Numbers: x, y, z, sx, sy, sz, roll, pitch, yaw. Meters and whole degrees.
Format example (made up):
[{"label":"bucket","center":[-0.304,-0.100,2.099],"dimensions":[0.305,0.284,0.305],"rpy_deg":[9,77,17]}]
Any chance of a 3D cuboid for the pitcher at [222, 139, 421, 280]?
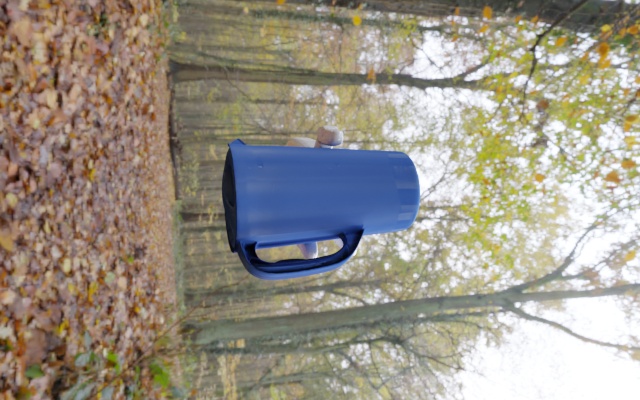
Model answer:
[{"label":"pitcher","center":[0.000,0.002,0.606],"dimensions":[0.243,0.149,0.145],"rpy_deg":[-2,16,-16]}]
